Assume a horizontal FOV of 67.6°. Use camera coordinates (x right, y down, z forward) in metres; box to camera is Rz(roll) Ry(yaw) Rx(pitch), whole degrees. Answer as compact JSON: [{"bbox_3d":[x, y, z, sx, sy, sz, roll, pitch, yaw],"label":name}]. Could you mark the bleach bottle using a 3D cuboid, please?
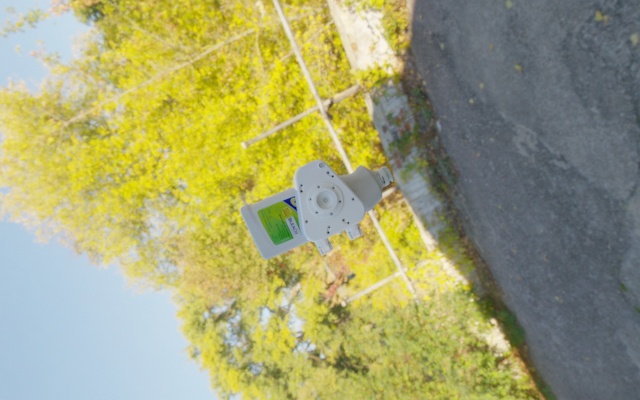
[{"bbox_3d":[0.000,0.003,0.801,0.251,0.102,0.068,-26,-1,-2],"label":"bleach bottle"}]
